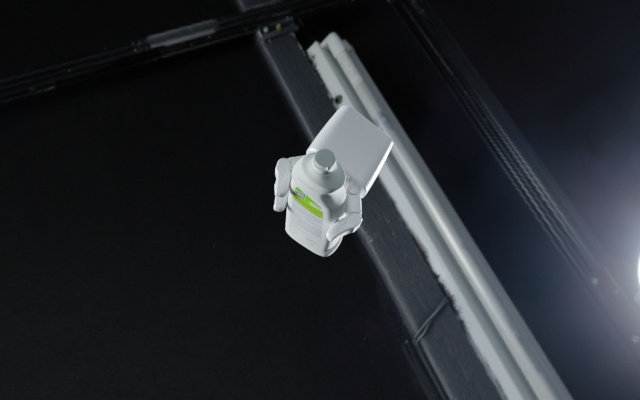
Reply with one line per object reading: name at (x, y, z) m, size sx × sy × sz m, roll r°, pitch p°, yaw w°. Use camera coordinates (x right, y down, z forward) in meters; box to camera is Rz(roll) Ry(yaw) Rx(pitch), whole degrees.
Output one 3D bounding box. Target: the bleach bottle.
bleach bottle at (0.000, 0.002, 0.730) m, size 0.102 × 0.068 × 0.251 m, roll 31°, pitch -25°, yaw 8°
